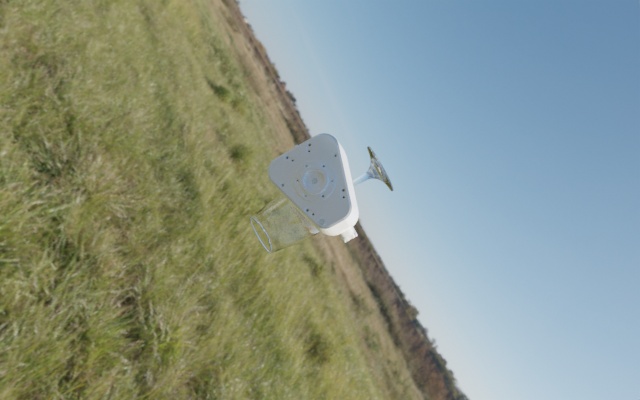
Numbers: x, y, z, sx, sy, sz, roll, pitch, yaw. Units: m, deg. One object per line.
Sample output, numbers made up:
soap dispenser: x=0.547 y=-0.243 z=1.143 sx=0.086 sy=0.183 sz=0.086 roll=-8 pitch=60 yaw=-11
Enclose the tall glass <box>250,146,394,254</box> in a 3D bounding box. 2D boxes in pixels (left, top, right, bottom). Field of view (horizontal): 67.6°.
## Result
tall glass: x=0.001 y=0.002 z=0.693 sx=0.201 sy=0.079 sz=0.079 roll=-29 pitch=-2 yaw=3
